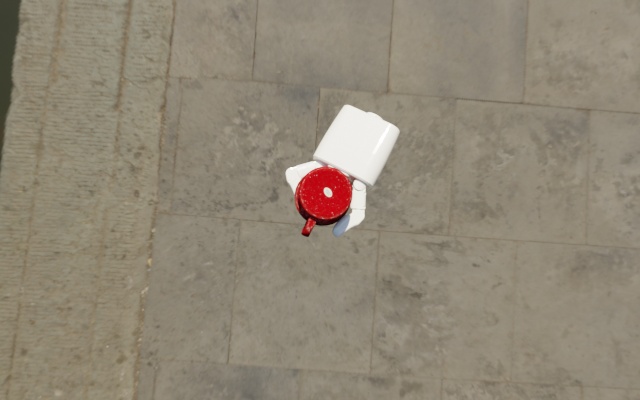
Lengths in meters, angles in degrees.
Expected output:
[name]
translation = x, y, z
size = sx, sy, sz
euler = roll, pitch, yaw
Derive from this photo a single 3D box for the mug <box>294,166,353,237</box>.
[mug]
translation = -0.001, 0.004, 0.742
size = 0.093, 0.117, 0.081
euler = 29, -6, -1
